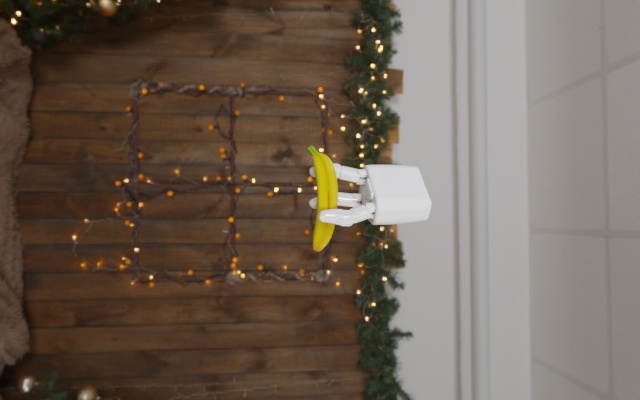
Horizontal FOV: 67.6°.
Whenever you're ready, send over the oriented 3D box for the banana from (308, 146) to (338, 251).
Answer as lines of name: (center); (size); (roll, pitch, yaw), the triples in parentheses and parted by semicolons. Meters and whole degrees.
banana: (0.006, 0.003, 0.858); (0.037, 0.198, 0.069); (-5, 11, -19)
